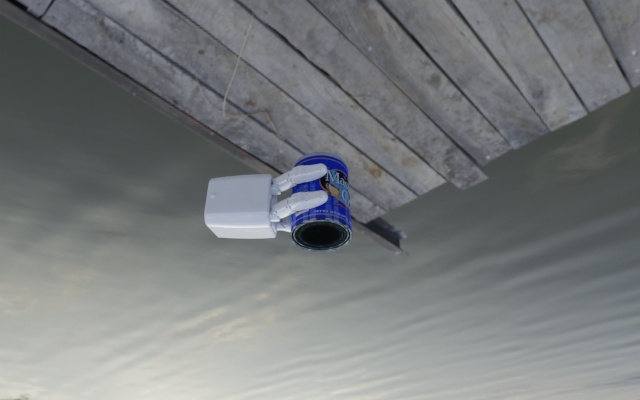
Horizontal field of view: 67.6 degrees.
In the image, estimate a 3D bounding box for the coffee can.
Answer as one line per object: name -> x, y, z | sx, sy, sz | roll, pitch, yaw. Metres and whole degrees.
coffee can -> 0.000, 0.003, 0.821 | 0.103, 0.140, 0.103 | -1, -35, 0
